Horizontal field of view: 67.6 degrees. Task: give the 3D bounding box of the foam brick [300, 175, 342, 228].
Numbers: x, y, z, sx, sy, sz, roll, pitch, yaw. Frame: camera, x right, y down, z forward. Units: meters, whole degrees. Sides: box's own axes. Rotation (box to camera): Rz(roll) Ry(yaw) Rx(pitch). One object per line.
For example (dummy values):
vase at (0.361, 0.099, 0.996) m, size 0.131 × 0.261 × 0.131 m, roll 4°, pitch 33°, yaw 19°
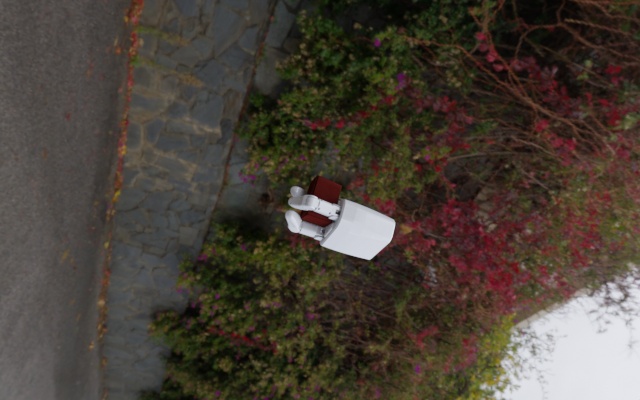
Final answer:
foam brick at (0.000, 0.003, 0.888) m, size 0.051 × 0.078 × 0.053 m, roll 20°, pitch -17°, yaw -11°
